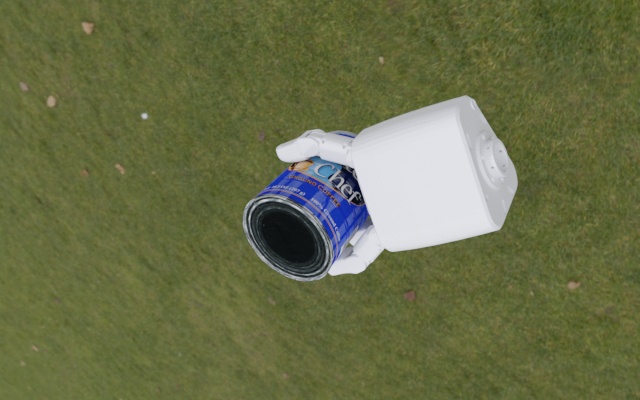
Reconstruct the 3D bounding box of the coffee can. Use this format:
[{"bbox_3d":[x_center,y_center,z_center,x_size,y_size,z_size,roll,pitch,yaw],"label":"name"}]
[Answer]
[{"bbox_3d":[0.000,0.002,0.508,0.103,0.103,0.140,0,32,35],"label":"coffee can"}]
